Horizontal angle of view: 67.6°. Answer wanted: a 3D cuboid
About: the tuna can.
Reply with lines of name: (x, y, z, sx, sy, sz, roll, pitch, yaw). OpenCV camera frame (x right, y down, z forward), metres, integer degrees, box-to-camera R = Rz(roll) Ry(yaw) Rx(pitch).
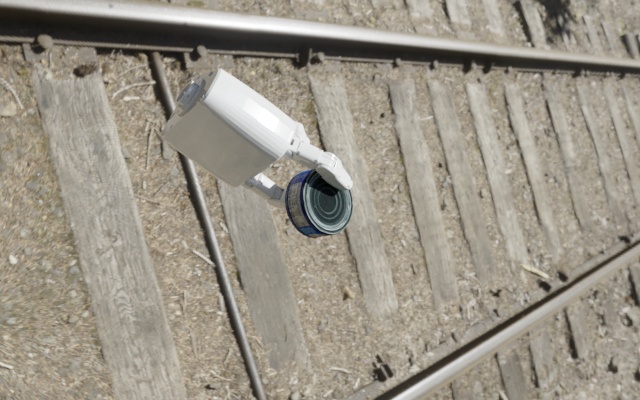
tuna can: (0.001, 0.002, 0.585, 0.086, 0.086, 0.034, 0, -8, -43)
